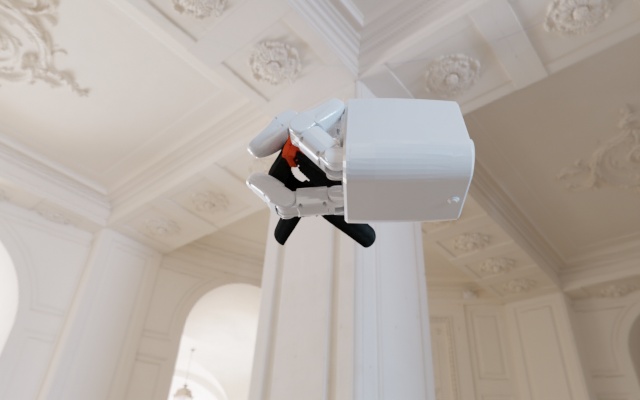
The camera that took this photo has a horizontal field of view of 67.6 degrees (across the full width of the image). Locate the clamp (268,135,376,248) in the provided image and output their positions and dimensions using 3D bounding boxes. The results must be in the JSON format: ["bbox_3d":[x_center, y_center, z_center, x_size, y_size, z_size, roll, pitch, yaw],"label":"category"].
[{"bbox_3d":[0.000,0.001,0.506,0.120,0.039,0.172,1,-35,5],"label":"clamp"}]
